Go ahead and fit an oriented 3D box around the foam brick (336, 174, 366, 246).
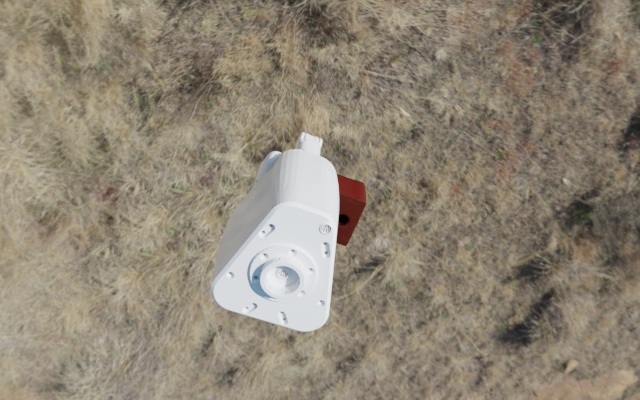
[{"bbox_3d":[0.000,0.002,0.474,0.078,0.053,0.051,19,24,-9],"label":"foam brick"}]
